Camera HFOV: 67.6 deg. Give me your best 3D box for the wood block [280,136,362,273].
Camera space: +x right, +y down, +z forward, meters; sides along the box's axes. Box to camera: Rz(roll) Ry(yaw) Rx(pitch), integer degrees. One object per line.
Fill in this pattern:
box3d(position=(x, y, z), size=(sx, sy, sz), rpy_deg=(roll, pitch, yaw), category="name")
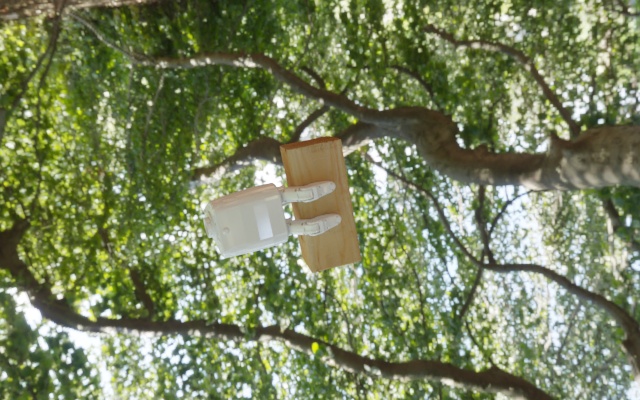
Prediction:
box3d(position=(0.000, 0.003, 0.805), size=(0.090, 0.206, 0.091), rpy_deg=(-13, 14, -10), category="wood block")
